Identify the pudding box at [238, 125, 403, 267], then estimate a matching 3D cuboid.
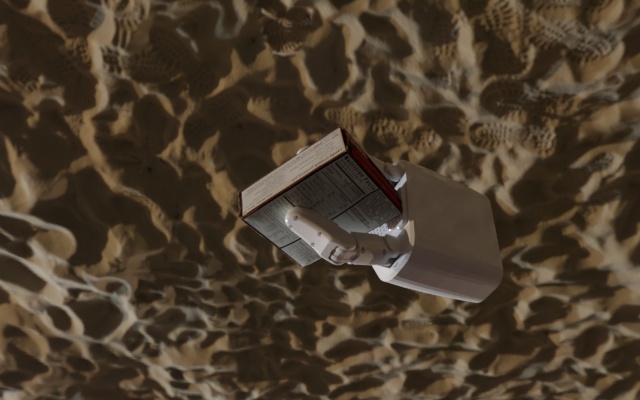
[{"bbox_3d":[0.000,0.001,0.411,0.113,0.039,0.090,-32,-52,18],"label":"pudding box"}]
